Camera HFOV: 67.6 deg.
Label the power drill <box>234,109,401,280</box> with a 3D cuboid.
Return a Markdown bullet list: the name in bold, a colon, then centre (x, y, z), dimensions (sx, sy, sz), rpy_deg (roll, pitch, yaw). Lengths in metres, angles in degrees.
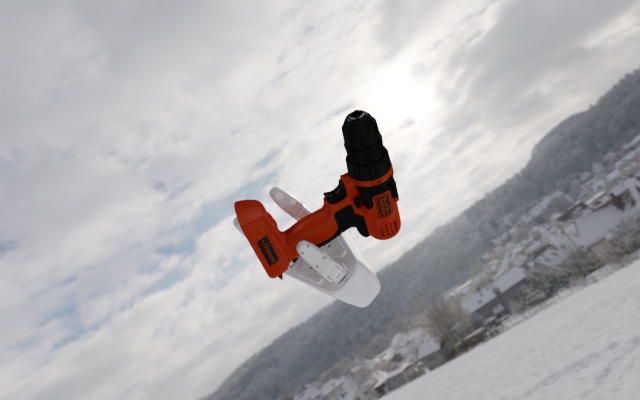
- **power drill**: centre (0.000, 0.002, 0.557), dimensions (0.187, 0.185, 0.057), rpy_deg (-23, 38, -3)
